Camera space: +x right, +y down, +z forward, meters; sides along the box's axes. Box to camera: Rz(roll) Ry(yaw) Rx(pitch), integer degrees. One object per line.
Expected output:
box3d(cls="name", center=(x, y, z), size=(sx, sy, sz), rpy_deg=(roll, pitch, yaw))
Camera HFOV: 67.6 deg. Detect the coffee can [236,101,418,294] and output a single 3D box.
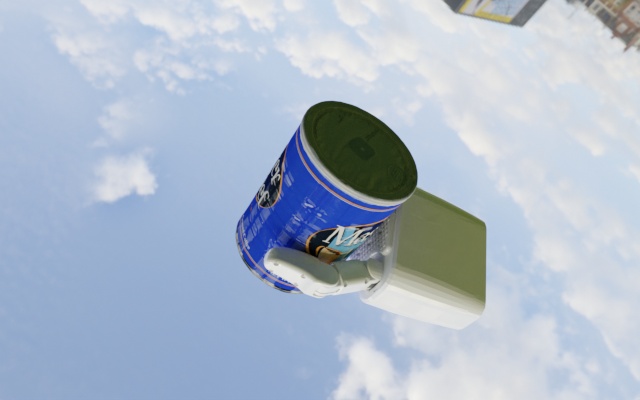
box3d(cls="coffee can", center=(0.000, 0.001, 0.409), size=(0.103, 0.102, 0.140), rpy_deg=(0, -37, -36))
